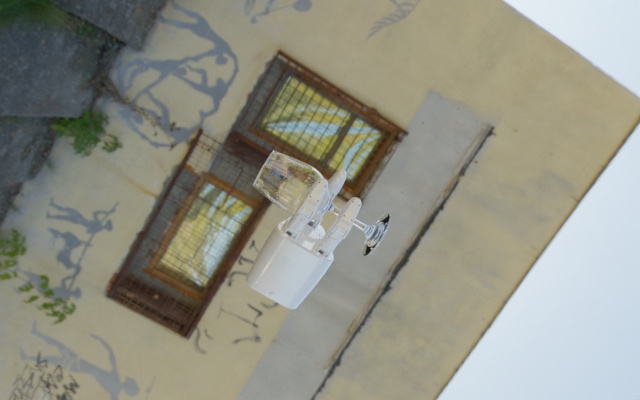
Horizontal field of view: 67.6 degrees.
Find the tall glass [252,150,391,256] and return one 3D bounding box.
[{"bbox_3d":[0.001,0.003,0.710,0.201,0.079,0.079,31,-5,-8],"label":"tall glass"}]
